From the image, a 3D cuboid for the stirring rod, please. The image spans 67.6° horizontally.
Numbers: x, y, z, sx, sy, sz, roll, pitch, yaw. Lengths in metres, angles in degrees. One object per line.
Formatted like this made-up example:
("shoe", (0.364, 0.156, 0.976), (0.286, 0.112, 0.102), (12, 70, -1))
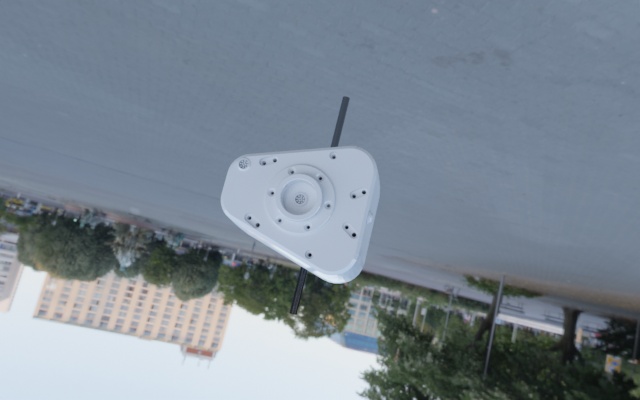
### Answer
("stirring rod", (0.000, 0.002, 0.510), (0.011, 0.239, 0.011), (14, -9, 2))
